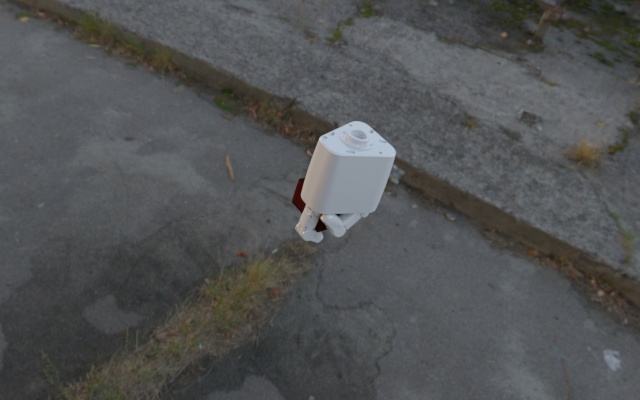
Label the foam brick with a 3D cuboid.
[{"bbox_3d":[0.000,0.002,0.758,0.053,0.051,0.078,-15,48,-34],"label":"foam brick"}]
